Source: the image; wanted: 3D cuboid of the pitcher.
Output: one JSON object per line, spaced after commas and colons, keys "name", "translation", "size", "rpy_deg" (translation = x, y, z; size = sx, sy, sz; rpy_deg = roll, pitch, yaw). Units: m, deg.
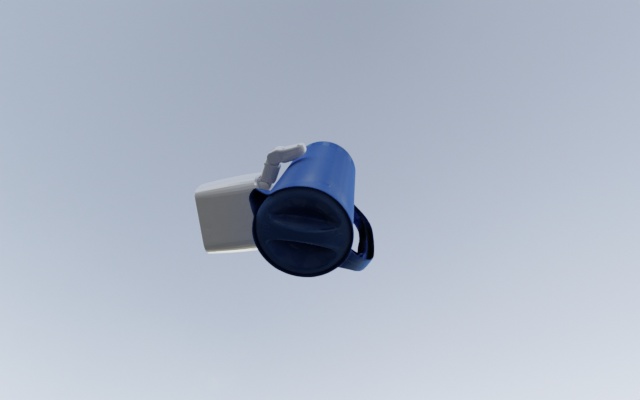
{"name": "pitcher", "translation": [0.000, 0.002, 0.715], "size": [0.145, 0.149, 0.242], "rpy_deg": [-9, 23, 13]}
